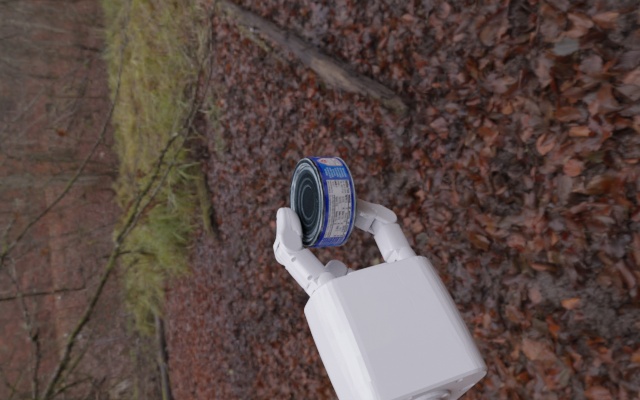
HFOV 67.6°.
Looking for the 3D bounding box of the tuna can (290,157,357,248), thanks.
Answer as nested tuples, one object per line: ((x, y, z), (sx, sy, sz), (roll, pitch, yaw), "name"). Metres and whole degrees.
((0.000, 0.001, 0.450), (0.034, 0.086, 0.086), (-2, 1, -24), "tuna can")
